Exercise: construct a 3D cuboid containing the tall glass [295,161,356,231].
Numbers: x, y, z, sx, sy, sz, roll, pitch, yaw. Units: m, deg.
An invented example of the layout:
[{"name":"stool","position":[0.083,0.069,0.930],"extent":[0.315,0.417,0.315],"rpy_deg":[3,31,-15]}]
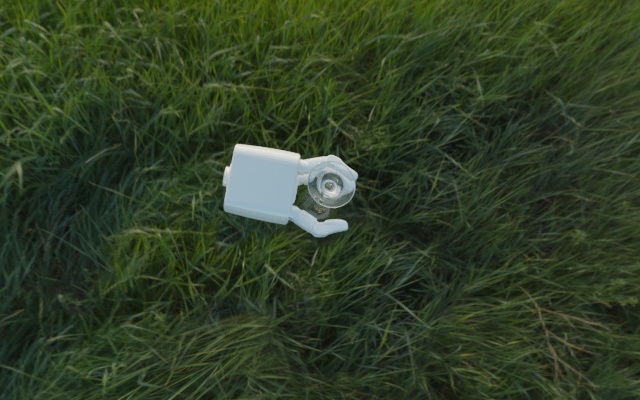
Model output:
[{"name":"tall glass","position":[0.000,0.003,0.813],"extent":[0.079,0.079,0.201],"rpy_deg":[0,-16,-10]}]
